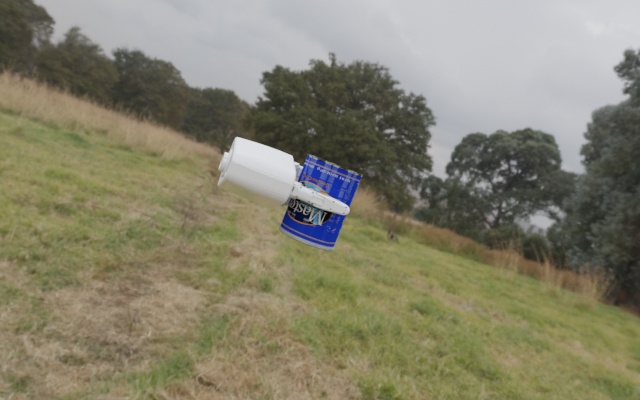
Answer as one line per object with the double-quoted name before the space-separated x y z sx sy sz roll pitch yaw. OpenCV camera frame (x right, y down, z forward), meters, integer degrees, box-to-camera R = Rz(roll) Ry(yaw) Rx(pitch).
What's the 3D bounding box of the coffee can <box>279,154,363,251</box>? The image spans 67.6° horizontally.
"coffee can" 0.000 0.003 0.827 0.103 0.140 0.103 21 4 -2
